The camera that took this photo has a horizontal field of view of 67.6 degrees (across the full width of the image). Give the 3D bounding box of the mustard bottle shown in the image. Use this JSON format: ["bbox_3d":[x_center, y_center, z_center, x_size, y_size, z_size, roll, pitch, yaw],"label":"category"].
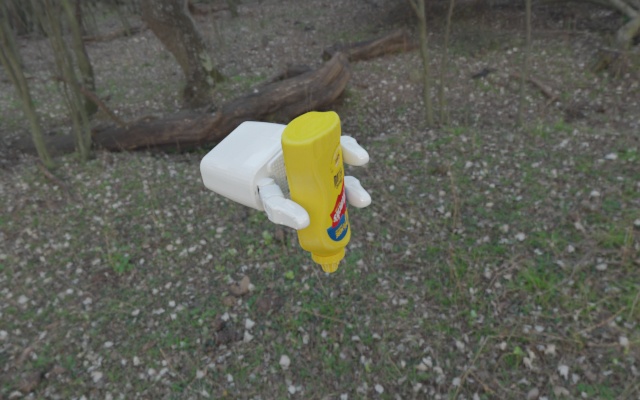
[{"bbox_3d":[0.000,0.002,0.552,0.058,0.192,0.096,2,30,17],"label":"mustard bottle"}]
